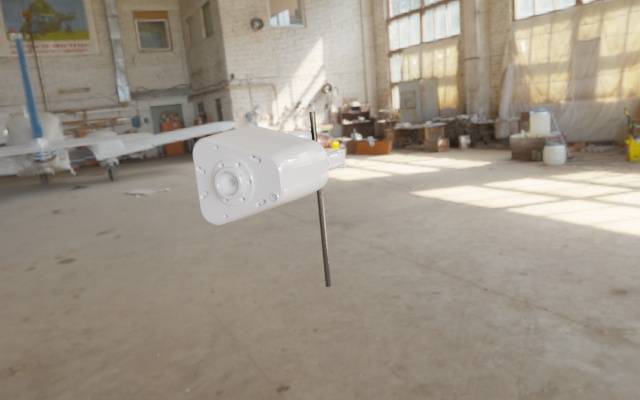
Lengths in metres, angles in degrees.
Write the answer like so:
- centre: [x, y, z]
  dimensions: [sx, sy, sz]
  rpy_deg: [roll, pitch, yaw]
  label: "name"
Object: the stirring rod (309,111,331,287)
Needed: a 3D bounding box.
- centre: [0.000, 0.002, 0.644]
  dimensions: [0.011, 0.239, 0.011]
  rpy_deg: [-5, 11, 1]
  label: "stirring rod"
